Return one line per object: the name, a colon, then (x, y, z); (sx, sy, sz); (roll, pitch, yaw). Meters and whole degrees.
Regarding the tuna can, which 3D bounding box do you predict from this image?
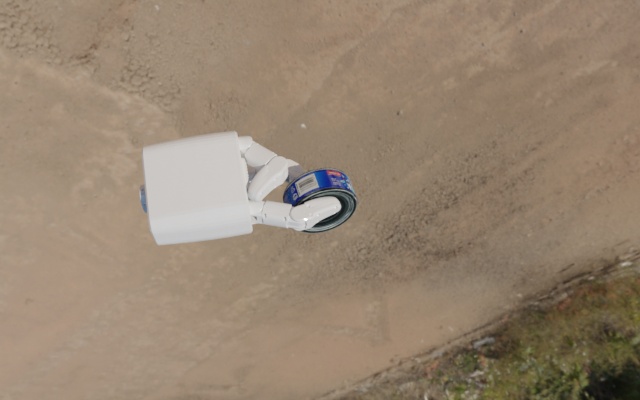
tuna can: (0.000, 0.002, 0.573); (0.086, 0.033, 0.086); (-13, -37, -10)
